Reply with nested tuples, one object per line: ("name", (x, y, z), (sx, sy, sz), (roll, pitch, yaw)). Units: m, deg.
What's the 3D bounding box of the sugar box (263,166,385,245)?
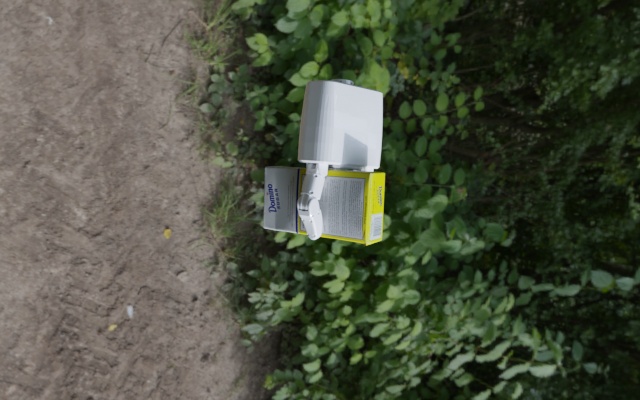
("sugar box", (0.001, 0.002, 0.657), (0.176, 0.093, 0.048), (7, 8, 37))
